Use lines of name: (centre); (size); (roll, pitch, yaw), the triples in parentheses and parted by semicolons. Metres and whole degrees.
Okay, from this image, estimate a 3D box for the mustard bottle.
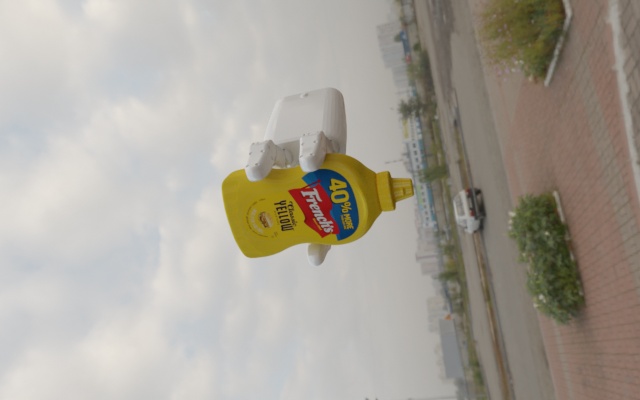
mustard bottle: (0.000, 0.002, 0.497); (0.191, 0.096, 0.058); (-10, 18, 13)
